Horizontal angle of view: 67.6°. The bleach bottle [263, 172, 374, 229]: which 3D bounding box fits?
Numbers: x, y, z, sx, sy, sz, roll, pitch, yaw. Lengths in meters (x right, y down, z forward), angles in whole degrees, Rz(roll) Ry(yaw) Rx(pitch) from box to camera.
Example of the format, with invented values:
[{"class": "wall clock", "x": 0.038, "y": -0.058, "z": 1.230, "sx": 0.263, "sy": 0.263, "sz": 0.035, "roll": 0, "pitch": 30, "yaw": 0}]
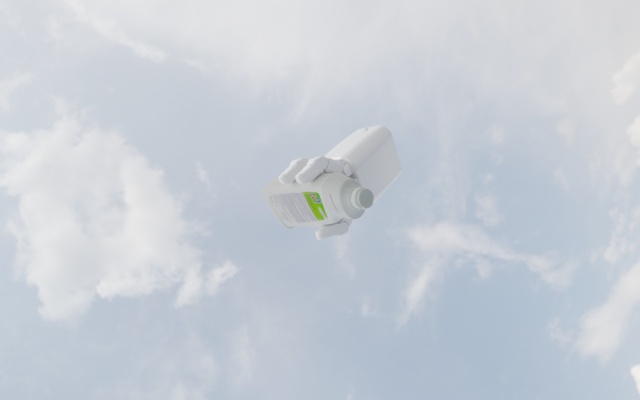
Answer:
[{"class": "bleach bottle", "x": 0.000, "y": 0.003, "z": 0.792, "sx": 0.068, "sy": 0.102, "sz": 0.251, "roll": -43, "pitch": 23, "yaw": -26}]
